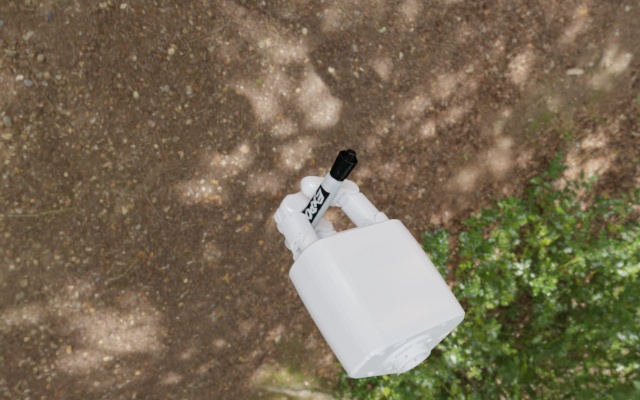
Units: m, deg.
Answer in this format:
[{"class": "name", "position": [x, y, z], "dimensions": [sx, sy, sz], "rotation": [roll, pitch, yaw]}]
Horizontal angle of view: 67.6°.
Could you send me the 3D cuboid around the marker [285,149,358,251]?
[{"class": "marker", "position": [0.000, 0.001, 0.442], "dimensions": [0.020, 0.121, 0.020], "rotation": [22, 34, -16]}]
